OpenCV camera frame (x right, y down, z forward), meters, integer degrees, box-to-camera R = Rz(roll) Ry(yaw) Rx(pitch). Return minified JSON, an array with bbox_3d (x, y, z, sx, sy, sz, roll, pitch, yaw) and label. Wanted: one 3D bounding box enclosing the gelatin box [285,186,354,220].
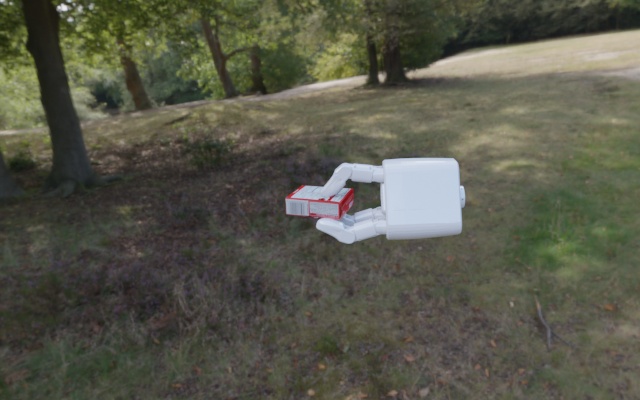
[{"bbox_3d":[0.000,0.002,0.734,0.089,0.030,0.073,5,19,17],"label":"gelatin box"}]
